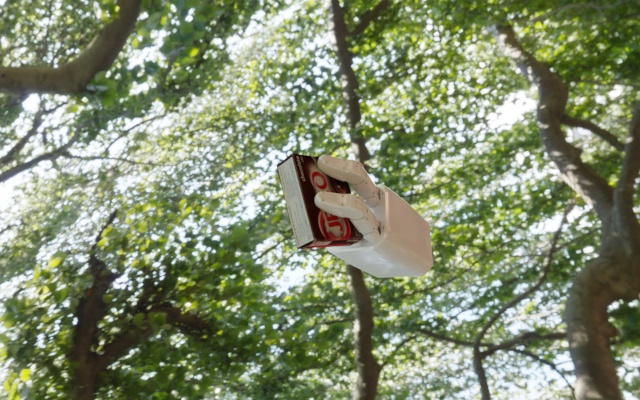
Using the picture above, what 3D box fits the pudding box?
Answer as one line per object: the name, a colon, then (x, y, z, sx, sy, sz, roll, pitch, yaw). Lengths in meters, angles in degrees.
pudding box: (0.000, 0.002, 0.591, 0.039, 0.113, 0.090, -31, -21, 37)
